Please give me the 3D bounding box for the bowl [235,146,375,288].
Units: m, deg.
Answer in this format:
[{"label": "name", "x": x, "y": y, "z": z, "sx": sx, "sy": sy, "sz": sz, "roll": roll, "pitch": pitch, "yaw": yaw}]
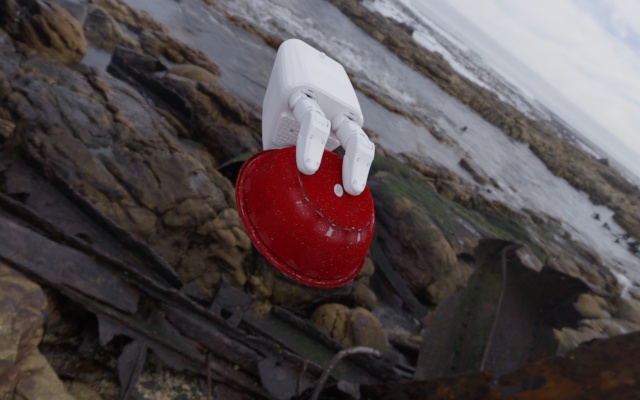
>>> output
[{"label": "bowl", "x": 0.001, "y": 0.002, "z": 0.469, "sx": 0.162, "sy": 0.162, "sz": 0.055, "roll": 0, "pitch": -30, "yaw": -43}]
